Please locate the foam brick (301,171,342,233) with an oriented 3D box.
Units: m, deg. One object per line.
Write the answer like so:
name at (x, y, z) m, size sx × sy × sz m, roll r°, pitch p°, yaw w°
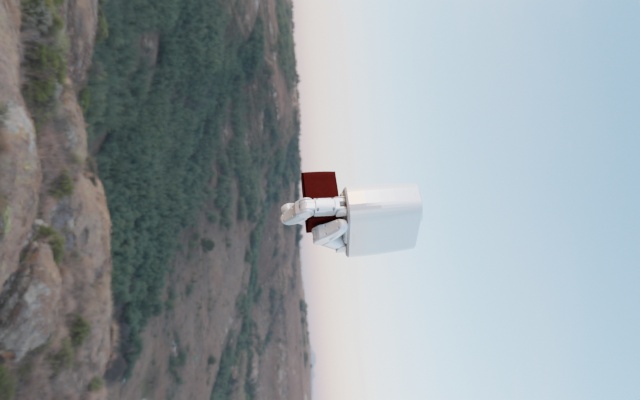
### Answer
foam brick at (0.000, 0.002, 0.708) m, size 0.051 × 0.078 × 0.053 m, roll -5°, pitch -27°, yaw -4°
